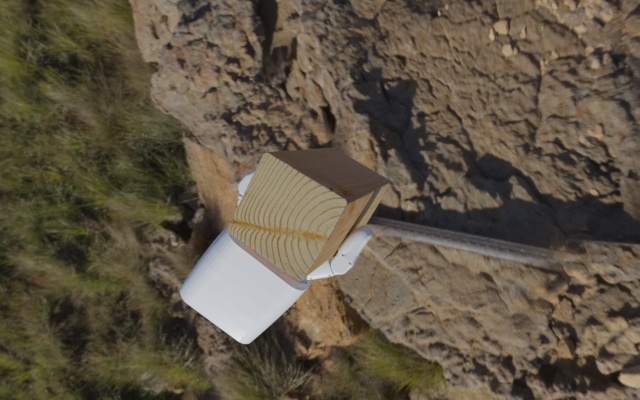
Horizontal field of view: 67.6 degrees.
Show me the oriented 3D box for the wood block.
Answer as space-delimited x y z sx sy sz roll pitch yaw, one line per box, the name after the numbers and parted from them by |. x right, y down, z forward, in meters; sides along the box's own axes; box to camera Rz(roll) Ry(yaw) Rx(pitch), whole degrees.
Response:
0.000 0.002 0.526 0.091 0.090 0.206 32 16 12 | wood block
